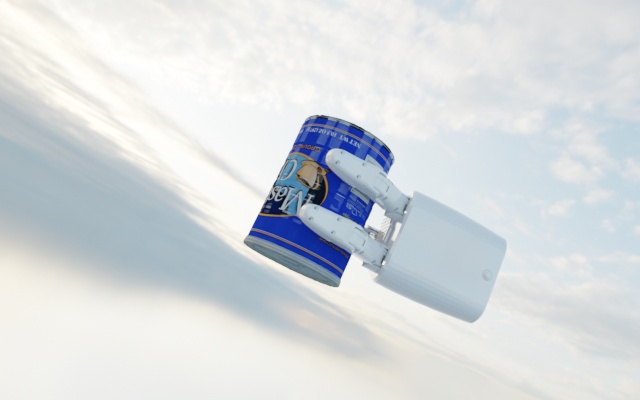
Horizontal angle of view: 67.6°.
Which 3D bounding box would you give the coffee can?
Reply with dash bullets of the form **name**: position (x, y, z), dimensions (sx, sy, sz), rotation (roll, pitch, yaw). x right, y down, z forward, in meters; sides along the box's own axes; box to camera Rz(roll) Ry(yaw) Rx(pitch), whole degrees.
- **coffee can**: position (0.000, 0.002, 0.477), dimensions (0.103, 0.140, 0.103), rotation (24, -13, 6)
